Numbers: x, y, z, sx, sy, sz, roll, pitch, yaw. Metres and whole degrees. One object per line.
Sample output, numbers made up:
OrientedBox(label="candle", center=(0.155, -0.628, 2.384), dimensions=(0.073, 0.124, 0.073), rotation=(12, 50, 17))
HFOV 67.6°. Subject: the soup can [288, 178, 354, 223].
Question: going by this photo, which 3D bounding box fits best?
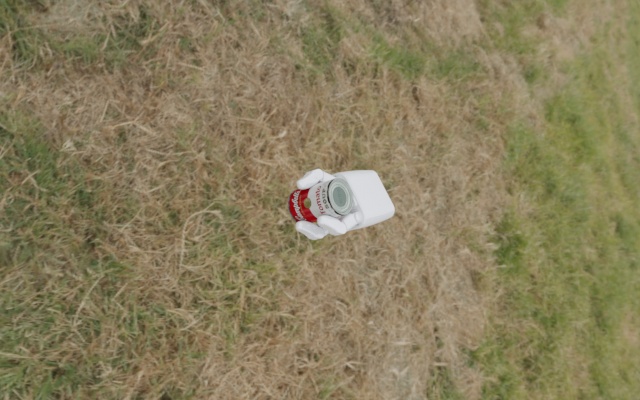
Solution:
OrientedBox(label="soup can", center=(0.000, 0.003, 0.854), dimensions=(0.102, 0.068, 0.068), rotation=(-15, -10, 42))
